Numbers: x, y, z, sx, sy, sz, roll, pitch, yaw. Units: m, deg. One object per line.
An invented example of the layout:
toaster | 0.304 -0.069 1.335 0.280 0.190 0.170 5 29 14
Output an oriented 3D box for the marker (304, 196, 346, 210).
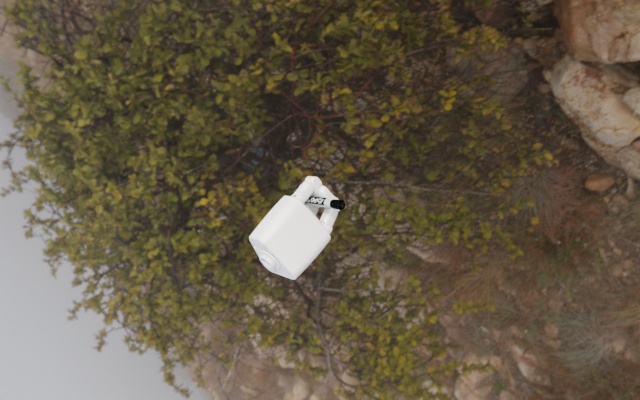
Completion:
marker | 0.000 0.003 0.867 0.020 0.020 0.121 0 5 -42
